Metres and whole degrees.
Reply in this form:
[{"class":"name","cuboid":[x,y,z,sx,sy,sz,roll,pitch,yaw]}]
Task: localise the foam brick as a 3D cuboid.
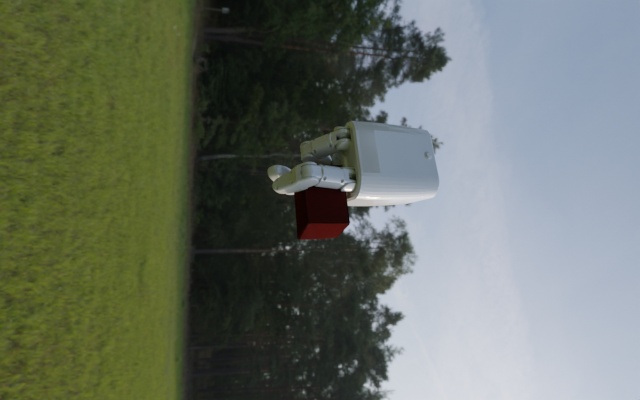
[{"class":"foam brick","cuboid":[0.000,0.002,0.569,0.051,0.078,0.053,2,-24,-17]}]
